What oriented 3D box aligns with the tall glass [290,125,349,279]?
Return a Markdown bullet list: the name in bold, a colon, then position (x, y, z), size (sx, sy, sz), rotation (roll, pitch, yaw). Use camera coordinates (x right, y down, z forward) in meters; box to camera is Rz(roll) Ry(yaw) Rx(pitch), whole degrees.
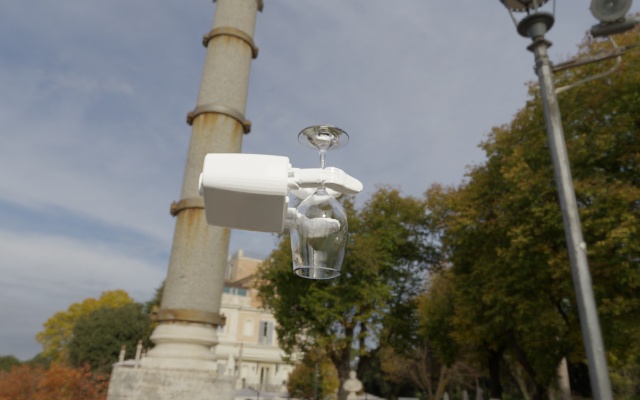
- **tall glass**: position (0.000, 0.001, 0.650), size (0.079, 0.201, 0.079), rotation (2, -23, 1)
